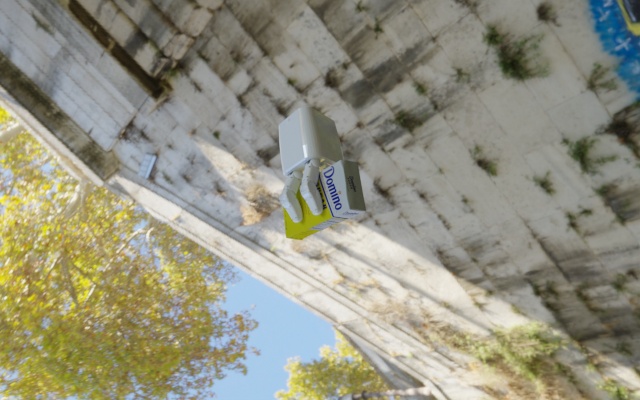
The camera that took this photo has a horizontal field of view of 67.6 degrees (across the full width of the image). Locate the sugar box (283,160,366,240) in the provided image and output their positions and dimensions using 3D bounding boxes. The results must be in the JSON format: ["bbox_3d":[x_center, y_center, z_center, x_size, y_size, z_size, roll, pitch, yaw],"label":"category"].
[{"bbox_3d":[0.000,0.003,0.857,0.048,0.093,0.176,7,-25,-38],"label":"sugar box"}]
